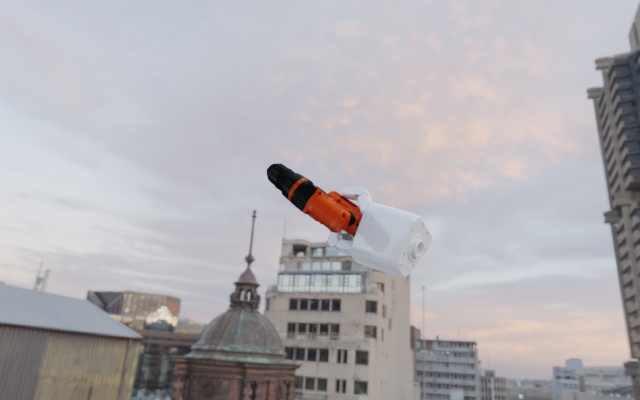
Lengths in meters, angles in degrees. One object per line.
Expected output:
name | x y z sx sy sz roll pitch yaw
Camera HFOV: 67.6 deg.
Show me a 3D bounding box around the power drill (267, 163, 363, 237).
power drill | 0.001 0.003 0.900 0.184 0.057 0.188 39 9 24
